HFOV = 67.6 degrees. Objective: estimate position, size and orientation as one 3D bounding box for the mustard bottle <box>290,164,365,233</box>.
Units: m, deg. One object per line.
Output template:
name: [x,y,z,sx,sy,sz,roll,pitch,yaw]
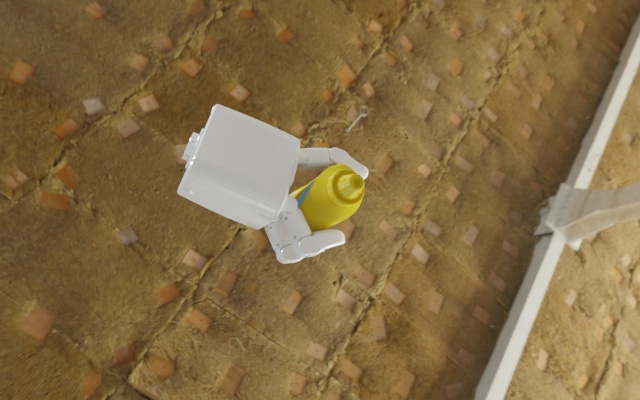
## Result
mustard bottle: [0.000,0.002,0.578,0.096,0.058,0.192,-46,7,-26]
